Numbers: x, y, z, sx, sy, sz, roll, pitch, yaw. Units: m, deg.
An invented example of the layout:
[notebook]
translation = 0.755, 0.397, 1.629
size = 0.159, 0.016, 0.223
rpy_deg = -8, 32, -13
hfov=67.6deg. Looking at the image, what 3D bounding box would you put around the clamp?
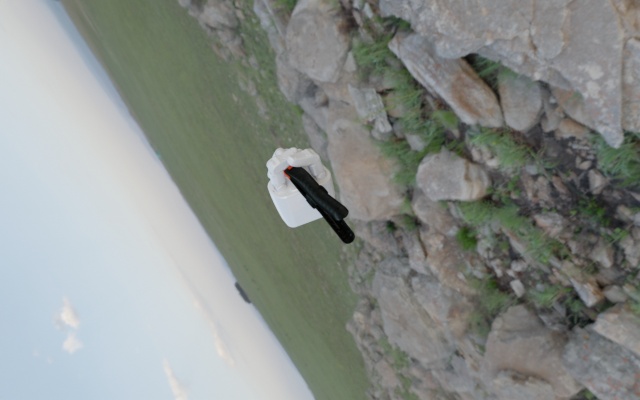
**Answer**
[clamp]
translation = 0.000, 0.003, 0.819
size = 0.039, 0.171, 0.120
rpy_deg = -34, -35, -13
